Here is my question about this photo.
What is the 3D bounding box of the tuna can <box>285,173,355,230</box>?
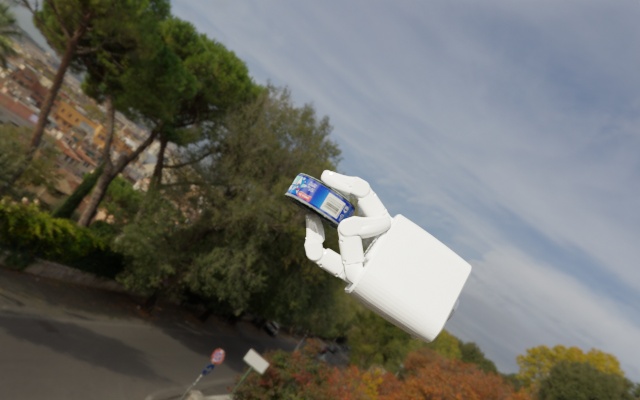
[{"bbox_3d":[0.000,0.001,0.598,0.086,0.033,0.086,32,-7,4],"label":"tuna can"}]
